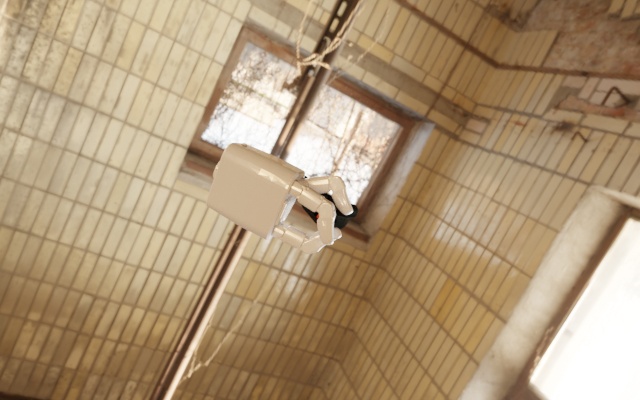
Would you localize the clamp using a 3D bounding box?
[{"bbox_3d":[0.000,0.003,0.754,0.120,0.039,0.171,26,9,5],"label":"clamp"}]
